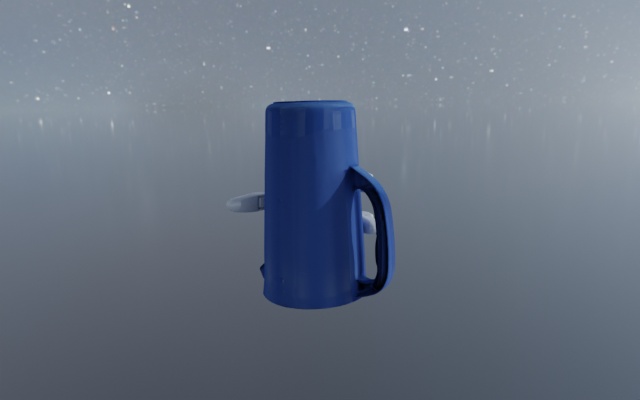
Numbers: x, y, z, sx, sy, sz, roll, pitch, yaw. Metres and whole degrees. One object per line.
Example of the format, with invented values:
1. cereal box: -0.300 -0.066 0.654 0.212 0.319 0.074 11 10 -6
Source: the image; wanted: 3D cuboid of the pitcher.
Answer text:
1. pitcher: 0.000 0.002 0.586 0.149 0.243 0.145 -4 11 -12
